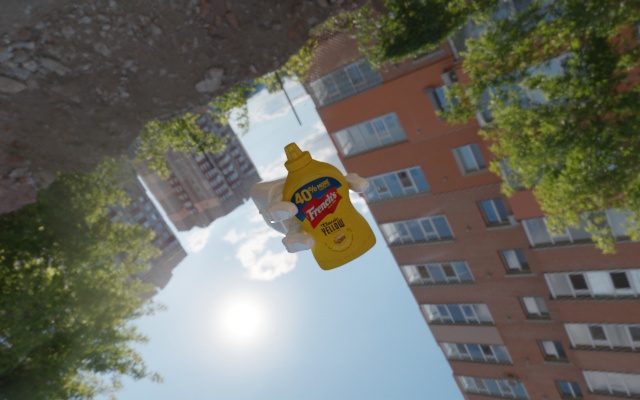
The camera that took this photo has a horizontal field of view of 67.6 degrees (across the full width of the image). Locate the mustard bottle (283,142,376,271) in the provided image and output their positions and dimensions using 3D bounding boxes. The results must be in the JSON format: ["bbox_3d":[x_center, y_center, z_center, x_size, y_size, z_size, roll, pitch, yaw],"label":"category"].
[{"bbox_3d":[0.000,0.003,0.693,0.096,0.192,0.058,-27,17,4],"label":"mustard bottle"}]
